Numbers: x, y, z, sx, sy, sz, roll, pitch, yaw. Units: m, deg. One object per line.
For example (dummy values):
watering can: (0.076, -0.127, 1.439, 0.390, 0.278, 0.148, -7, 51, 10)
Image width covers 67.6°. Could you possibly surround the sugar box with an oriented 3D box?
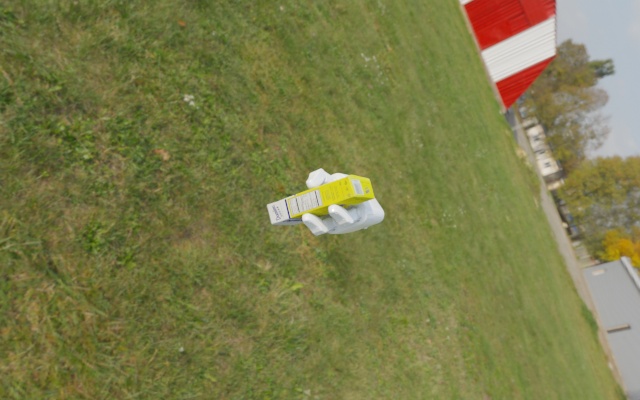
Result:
sugar box: (0.000, 0.003, 0.877, 0.176, 0.048, 0.093, -22, -12, 26)
